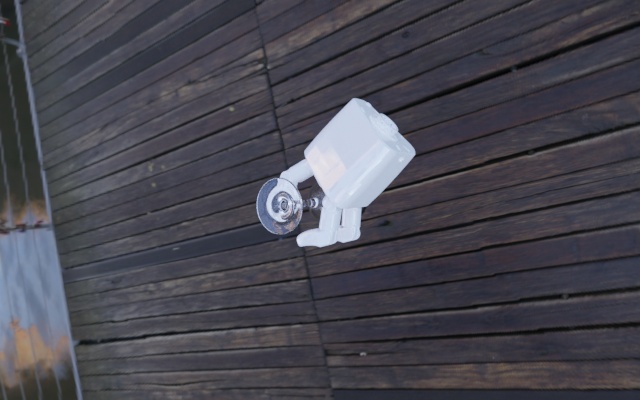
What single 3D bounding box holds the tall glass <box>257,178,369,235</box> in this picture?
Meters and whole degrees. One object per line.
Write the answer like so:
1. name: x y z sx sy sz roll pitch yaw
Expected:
1. tall glass: 0.000 0.002 0.702 0.079 0.079 0.201 0 3 33
